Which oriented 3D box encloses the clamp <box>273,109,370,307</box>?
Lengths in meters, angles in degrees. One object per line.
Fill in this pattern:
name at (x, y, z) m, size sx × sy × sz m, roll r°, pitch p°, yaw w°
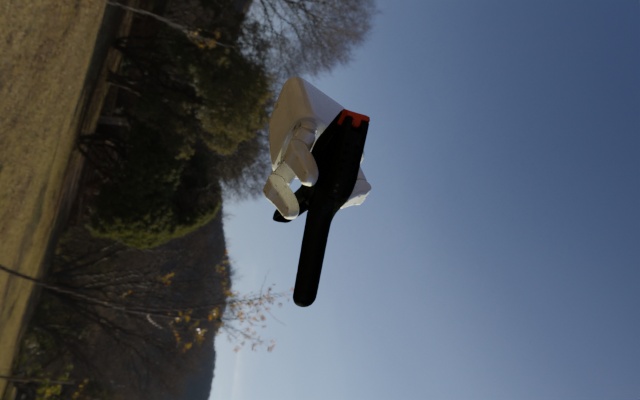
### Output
clamp at (0.001, 0.001, 0.527) m, size 0.036 × 0.210 × 0.164 m, roll 11°, pitch 38°, yaw -24°
